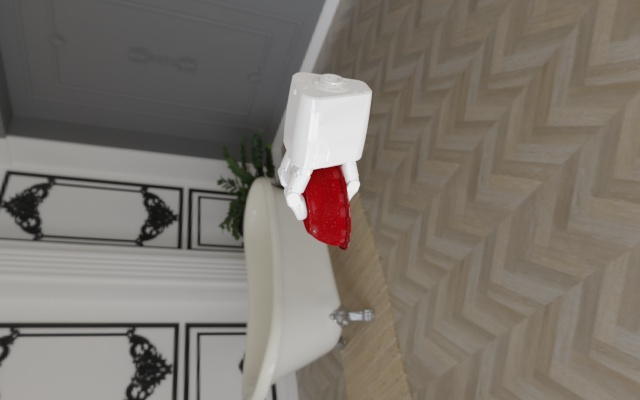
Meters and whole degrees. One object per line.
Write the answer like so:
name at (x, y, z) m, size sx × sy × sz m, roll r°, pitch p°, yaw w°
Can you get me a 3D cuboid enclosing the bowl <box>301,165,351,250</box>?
bowl at (0.000, 0.004, 0.750) m, size 0.055 × 0.162 × 0.162 m, roll -9°, pitch 2°, yaw -10°
